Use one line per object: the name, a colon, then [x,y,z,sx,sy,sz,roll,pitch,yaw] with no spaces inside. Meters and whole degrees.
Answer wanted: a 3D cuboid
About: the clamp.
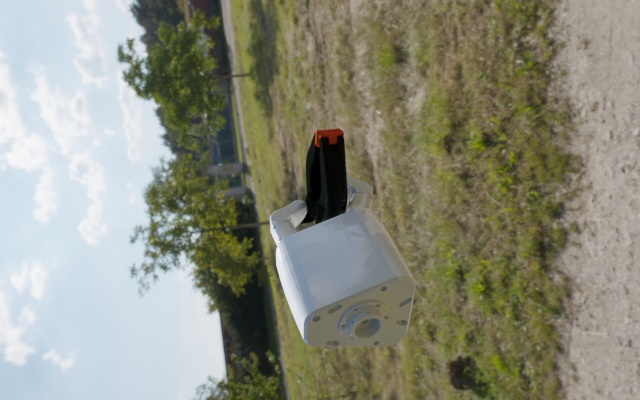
clamp: [-0.001,0.002,0.575,0.036,0.210,0.164,-8,35,-15]
